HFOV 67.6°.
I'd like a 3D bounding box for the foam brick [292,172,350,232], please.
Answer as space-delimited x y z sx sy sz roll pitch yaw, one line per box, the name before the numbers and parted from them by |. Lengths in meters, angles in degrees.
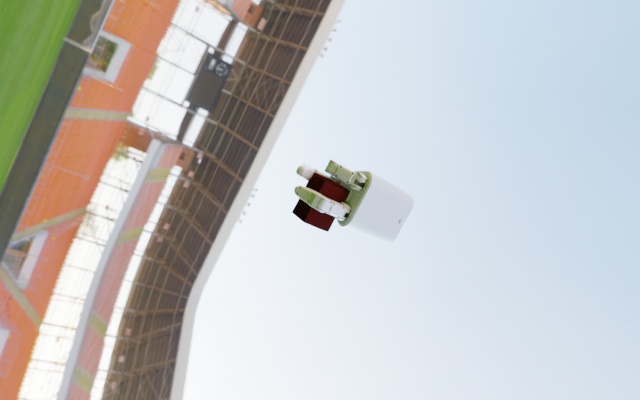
foam brick | 0.000 0.003 0.778 0.051 0.078 0.053 24 8 -31
